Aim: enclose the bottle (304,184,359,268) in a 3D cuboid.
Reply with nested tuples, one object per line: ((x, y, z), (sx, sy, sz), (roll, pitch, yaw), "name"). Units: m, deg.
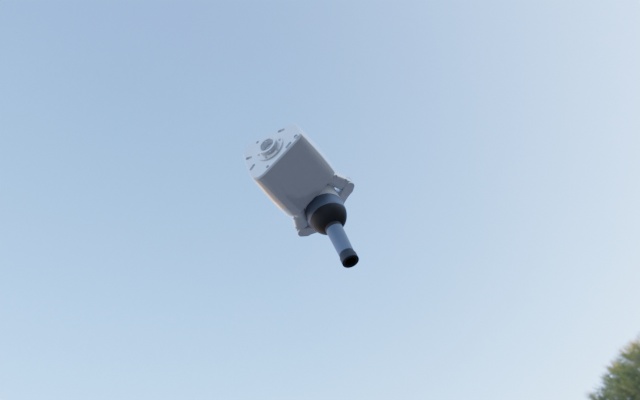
((0.000, 0.003, 0.826), (0.069, 0.069, 0.295), (0, 38, -23), "bottle")
